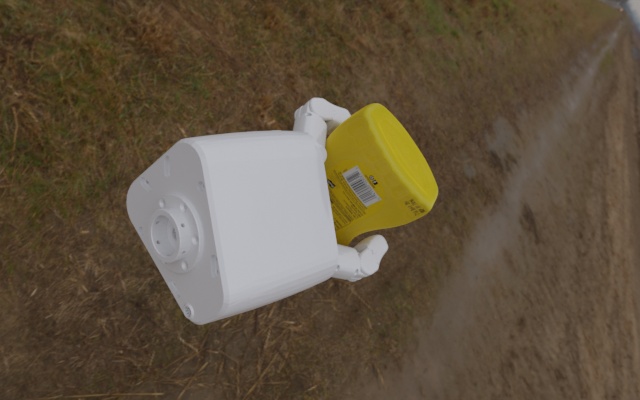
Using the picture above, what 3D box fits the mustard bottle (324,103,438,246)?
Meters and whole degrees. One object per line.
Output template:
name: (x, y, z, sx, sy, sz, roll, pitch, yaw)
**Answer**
mustard bottle: (0.000, 0.001, 0.426, 0.192, 0.096, 0.058, -29, 13, 37)
